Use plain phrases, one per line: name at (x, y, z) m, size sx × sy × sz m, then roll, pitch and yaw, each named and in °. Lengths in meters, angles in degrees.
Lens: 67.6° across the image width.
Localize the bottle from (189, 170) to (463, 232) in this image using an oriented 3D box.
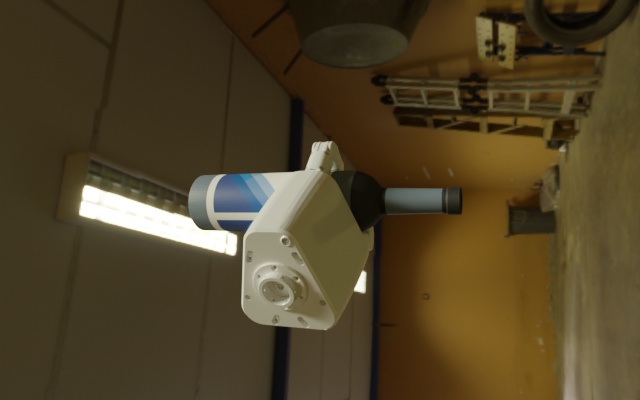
bottle at (0.000, 0.002, 0.518) m, size 0.296 × 0.069 × 0.069 m, roll -1°, pitch 0°, yaw 20°
